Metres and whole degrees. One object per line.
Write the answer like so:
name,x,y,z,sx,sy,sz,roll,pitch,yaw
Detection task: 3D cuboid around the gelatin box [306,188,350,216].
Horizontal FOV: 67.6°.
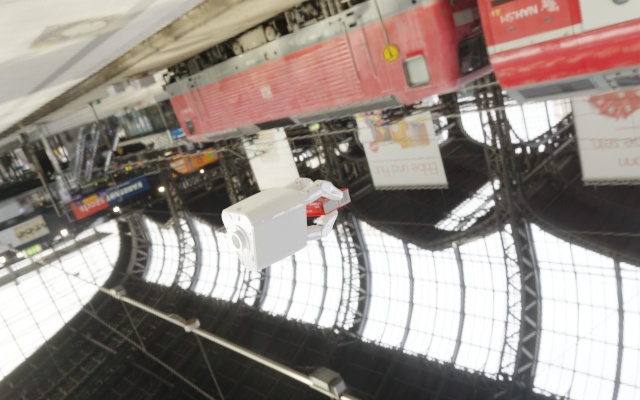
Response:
gelatin box,0.000,0.003,0.877,0.073,0.030,0.089,-3,14,38
